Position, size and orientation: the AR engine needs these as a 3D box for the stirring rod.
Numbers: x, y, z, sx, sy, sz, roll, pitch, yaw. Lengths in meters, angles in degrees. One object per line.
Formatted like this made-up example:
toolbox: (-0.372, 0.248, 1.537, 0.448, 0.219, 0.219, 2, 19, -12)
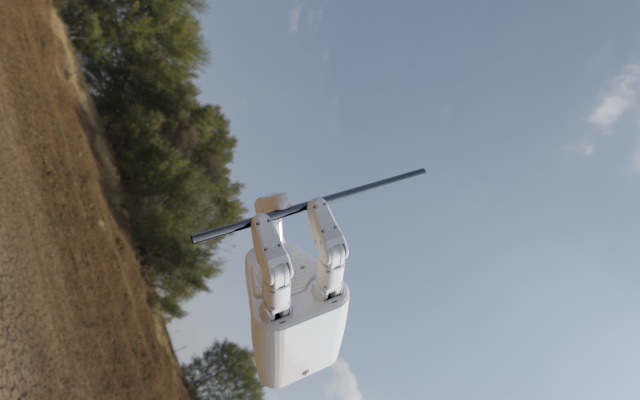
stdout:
stirring rod: (0.000, 0.001, 0.441, 0.239, 0.011, 0.011, -16, 7, -24)
